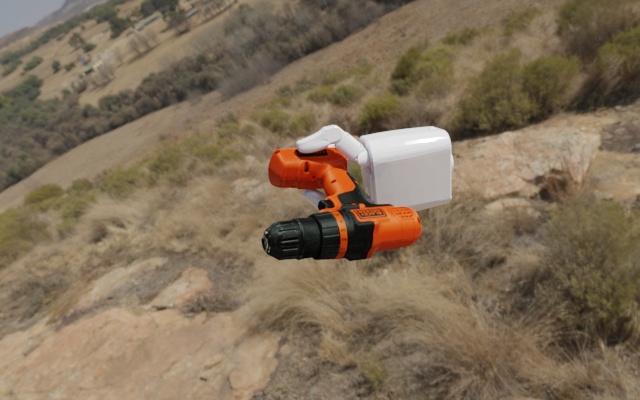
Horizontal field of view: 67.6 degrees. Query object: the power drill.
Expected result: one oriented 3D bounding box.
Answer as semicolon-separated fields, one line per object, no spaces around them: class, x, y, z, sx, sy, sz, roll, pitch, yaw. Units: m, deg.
power drill;0.000;0.002;0.568;0.184;0.057;0.187;-3;34;-25
